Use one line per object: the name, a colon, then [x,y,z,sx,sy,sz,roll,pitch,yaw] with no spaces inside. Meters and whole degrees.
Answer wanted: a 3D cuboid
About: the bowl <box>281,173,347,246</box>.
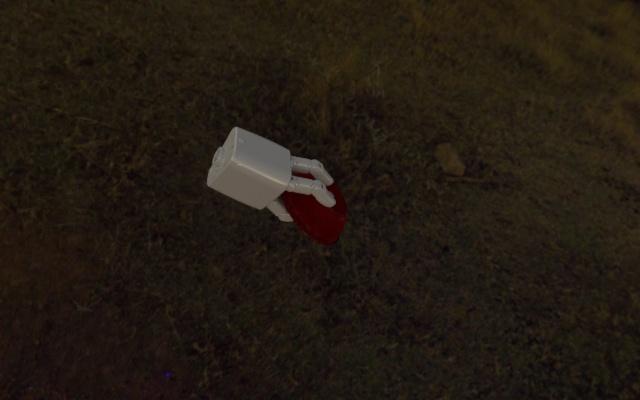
bowl: [0.001,0.003,0.896,0.055,0.162,0.162,-36,-17,24]
